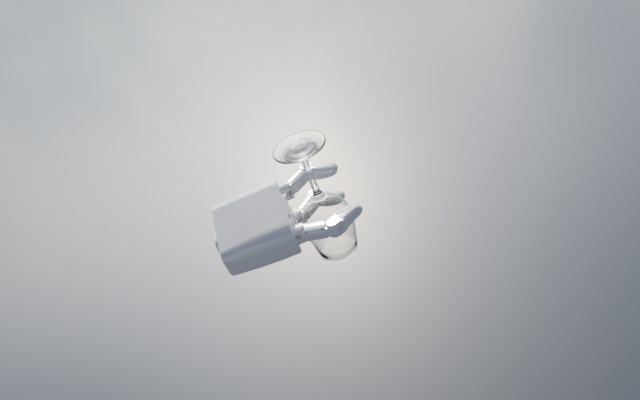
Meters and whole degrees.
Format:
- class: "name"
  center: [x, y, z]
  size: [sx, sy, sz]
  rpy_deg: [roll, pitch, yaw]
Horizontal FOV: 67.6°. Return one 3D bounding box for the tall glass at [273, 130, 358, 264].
- class: "tall glass"
  center: [0.000, 0.002, 0.690]
  size: [0.079, 0.201, 0.079]
  rpy_deg: [-14, 38, 11]
